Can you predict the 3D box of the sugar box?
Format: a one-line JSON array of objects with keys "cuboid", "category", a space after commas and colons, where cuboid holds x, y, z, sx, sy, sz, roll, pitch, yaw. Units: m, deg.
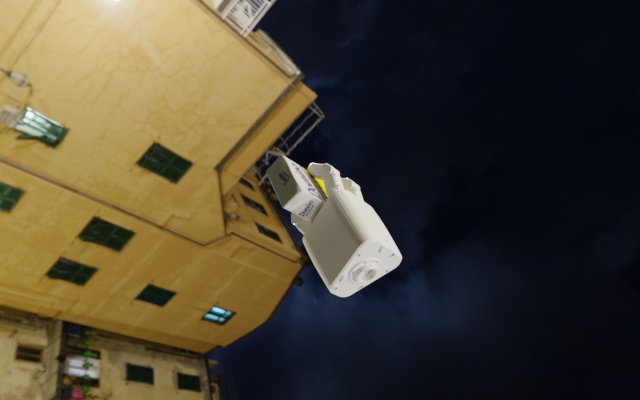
[{"cuboid": [0.001, 0.002, 0.758, 0.176, 0.048, 0.093, 33, 19, -43], "category": "sugar box"}]
